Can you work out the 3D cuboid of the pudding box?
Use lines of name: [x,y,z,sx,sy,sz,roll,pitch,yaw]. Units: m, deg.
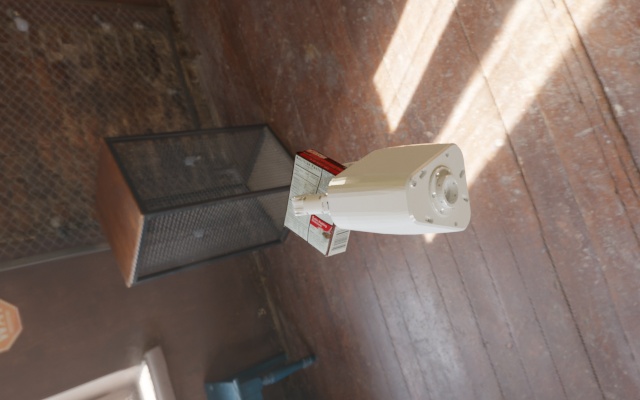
pudding box: [0.000,0.002,0.611,0.039,0.113,0.090,-13,35,-42]
